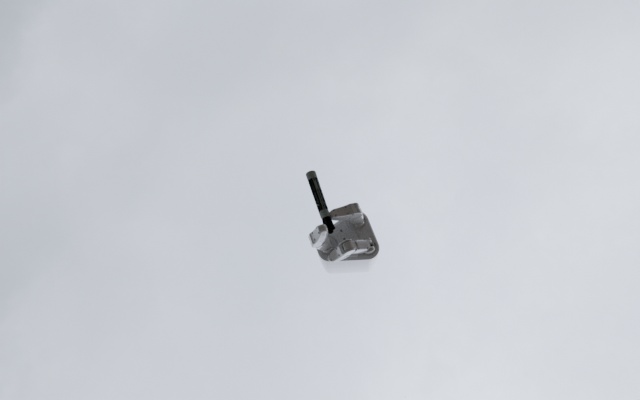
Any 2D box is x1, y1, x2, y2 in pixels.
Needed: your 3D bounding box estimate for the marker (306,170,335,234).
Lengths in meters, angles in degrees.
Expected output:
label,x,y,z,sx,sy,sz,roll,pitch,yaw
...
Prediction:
label,x,y,z,sx,sy,sz,roll,pitch,yaw
marker,0.000,0.003,0.832,0.020,0.121,0.020,-16,-24,-7
